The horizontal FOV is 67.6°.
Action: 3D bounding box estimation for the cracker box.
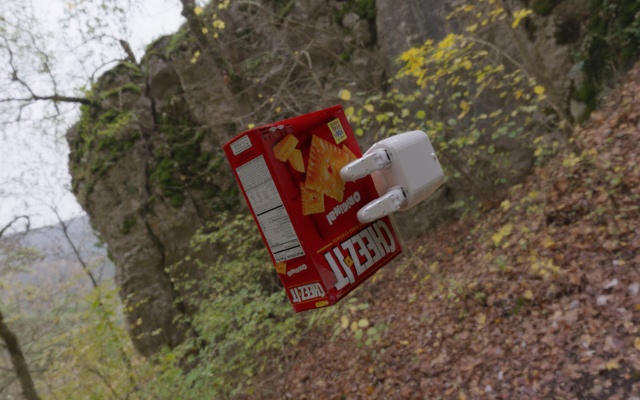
[{"bbox_3d":[0.000,0.002,0.586,0.072,0.213,0.164,-22,3,43],"label":"cracker box"}]
